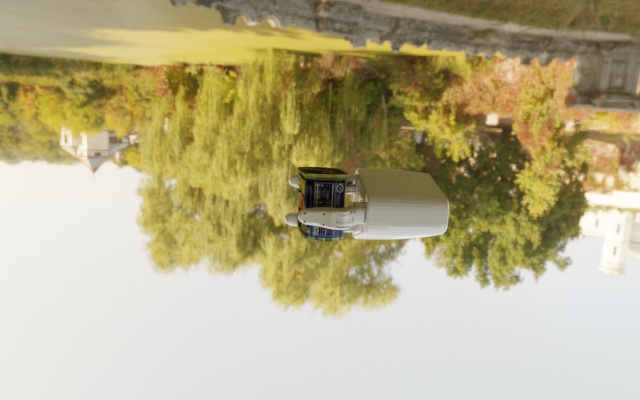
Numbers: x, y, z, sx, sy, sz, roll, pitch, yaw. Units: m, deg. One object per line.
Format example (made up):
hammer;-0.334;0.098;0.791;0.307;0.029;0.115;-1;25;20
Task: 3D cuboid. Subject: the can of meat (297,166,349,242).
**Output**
can of meat;0.000;0.002;0.620;0.057;0.084;0.102;1;9;-8
